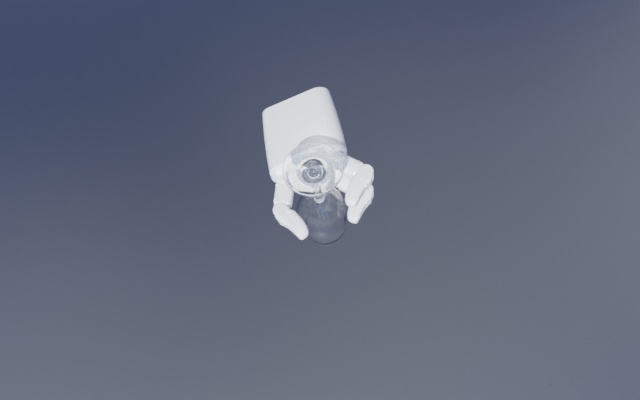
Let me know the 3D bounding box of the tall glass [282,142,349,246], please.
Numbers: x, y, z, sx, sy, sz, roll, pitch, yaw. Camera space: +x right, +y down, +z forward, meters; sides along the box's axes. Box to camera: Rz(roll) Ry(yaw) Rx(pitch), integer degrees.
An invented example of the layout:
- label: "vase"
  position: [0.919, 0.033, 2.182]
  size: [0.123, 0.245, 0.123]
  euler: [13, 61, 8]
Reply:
- label: "tall glass"
  position: [0.000, 0.002, 0.660]
  size: [0.079, 0.079, 0.201]
  euler: [0, -25, 6]
